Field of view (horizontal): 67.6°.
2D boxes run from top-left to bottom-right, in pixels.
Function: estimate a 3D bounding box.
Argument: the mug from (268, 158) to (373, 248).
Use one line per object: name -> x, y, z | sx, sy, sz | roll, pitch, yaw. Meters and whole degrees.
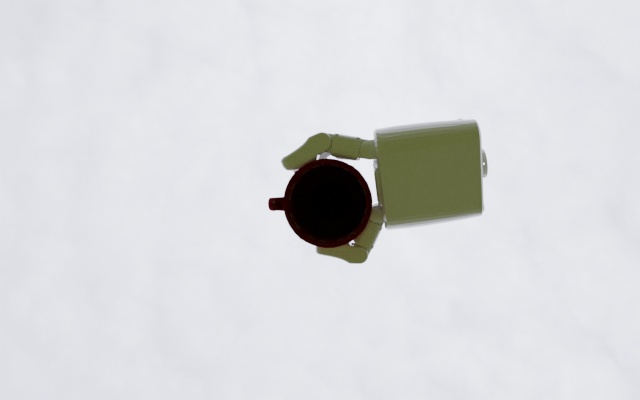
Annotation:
mug -> -0.001, 0.002, 0.534 | 0.117, 0.093, 0.081 | -5, 3, 7
